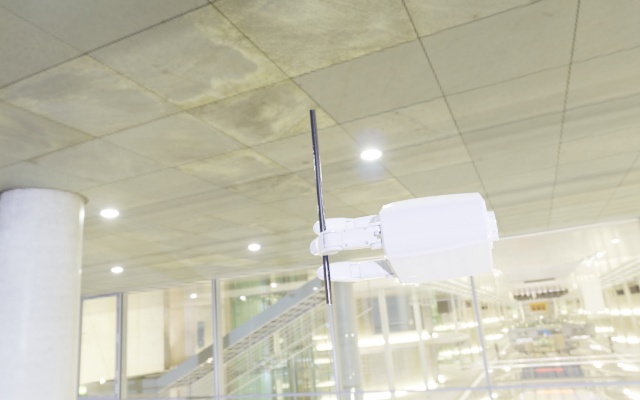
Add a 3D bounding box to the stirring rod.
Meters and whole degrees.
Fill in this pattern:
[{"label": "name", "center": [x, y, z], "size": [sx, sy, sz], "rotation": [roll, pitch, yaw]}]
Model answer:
[{"label": "stirring rod", "center": [0.000, 0.002, 0.574], "size": [0.011, 0.239, 0.011], "rotation": [-5, -15, -1]}]
